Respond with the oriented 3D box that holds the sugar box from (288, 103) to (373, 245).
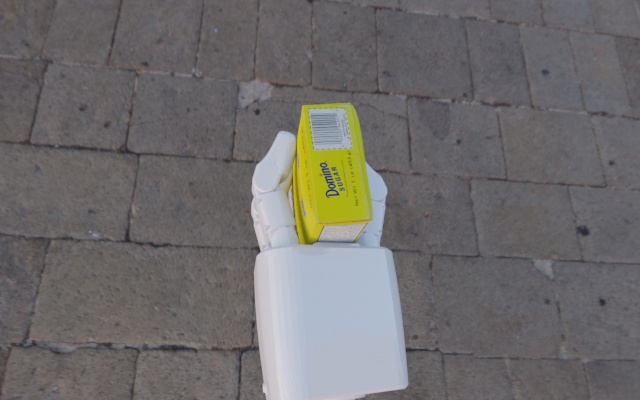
[{"bbox_3d":[0.000,0.001,0.411,0.048,0.093,0.176,-3,-20,-11],"label":"sugar box"}]
